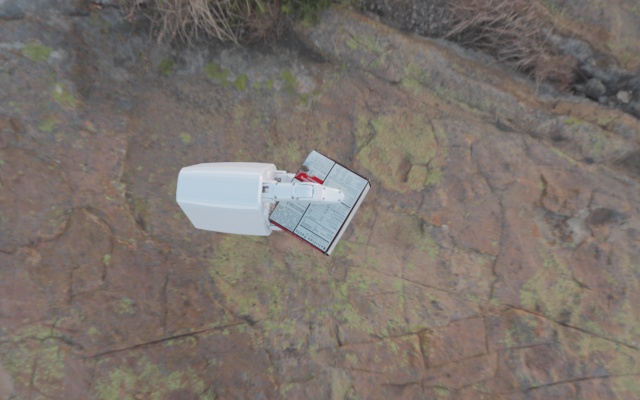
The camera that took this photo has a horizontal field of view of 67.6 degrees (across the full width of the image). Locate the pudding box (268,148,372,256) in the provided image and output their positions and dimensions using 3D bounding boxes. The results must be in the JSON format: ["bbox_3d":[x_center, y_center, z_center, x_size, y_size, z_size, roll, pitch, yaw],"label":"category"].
[{"bbox_3d":[0.000,0.002,0.618,0.090,0.113,0.039,31,-4,10],"label":"pudding box"}]
